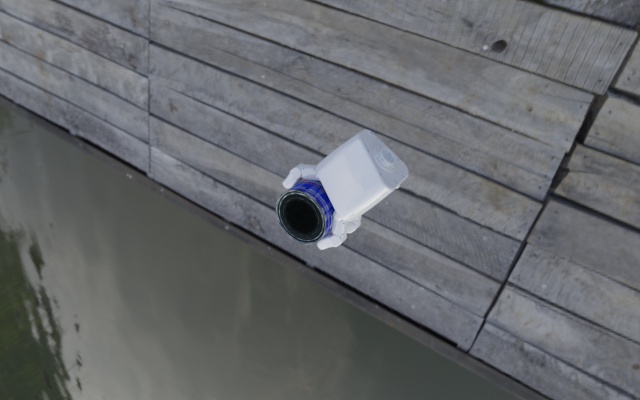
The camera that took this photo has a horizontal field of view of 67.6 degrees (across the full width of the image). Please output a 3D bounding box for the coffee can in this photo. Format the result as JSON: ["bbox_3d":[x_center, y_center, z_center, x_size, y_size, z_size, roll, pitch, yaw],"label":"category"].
[{"bbox_3d":[0.000,0.003,0.865,0.103,0.103,0.140,0,23,33],"label":"coffee can"}]
